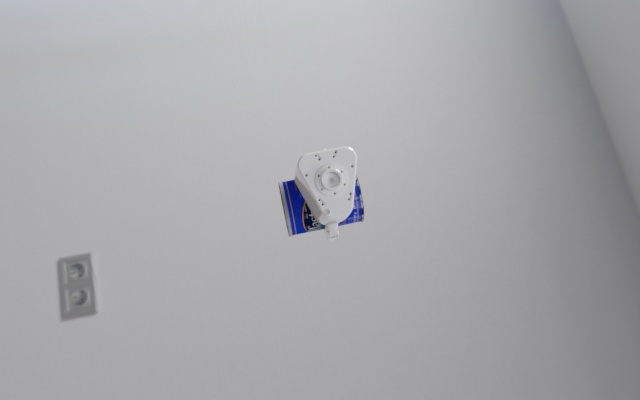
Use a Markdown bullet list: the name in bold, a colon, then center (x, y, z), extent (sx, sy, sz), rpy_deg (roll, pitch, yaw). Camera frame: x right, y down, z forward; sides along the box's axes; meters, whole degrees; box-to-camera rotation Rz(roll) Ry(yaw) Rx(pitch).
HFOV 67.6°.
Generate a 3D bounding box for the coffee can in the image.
- **coffee can**: center (0.000, 0.003, 0.883), extent (0.140, 0.103, 0.103), rpy_deg (-11, 1, -5)
